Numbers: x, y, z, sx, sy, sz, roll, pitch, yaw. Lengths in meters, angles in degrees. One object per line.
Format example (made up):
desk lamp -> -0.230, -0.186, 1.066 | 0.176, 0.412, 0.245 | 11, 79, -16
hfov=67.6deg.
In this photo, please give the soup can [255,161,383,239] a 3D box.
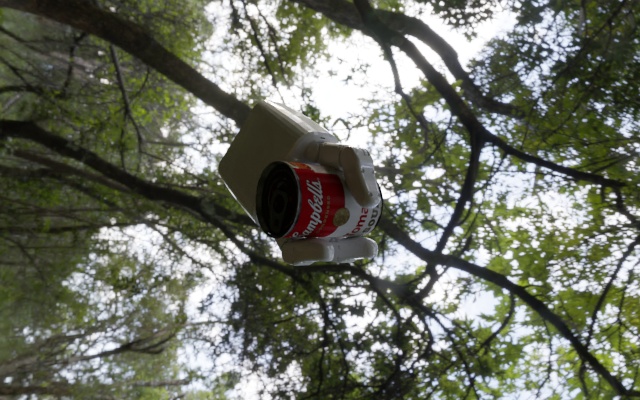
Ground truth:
soup can -> 0.001, 0.002, 0.445 | 0.102, 0.068, 0.068 | 3, -2, -39
